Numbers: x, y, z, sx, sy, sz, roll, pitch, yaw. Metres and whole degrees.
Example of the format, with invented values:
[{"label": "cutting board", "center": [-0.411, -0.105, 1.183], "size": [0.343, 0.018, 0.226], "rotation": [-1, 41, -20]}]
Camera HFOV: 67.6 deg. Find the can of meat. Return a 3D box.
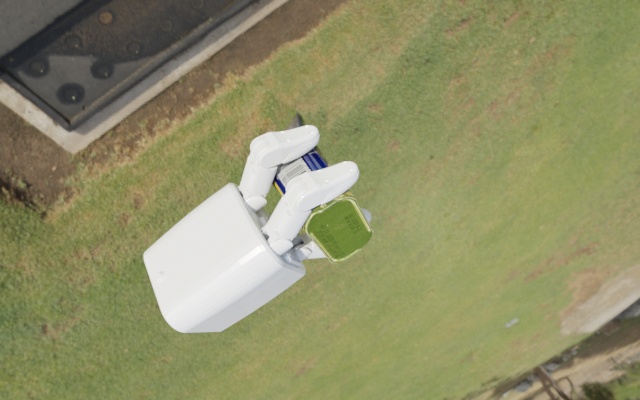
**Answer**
[{"label": "can of meat", "center": [0.000, 0.002, 0.449], "size": [0.057, 0.084, 0.102], "rotation": [-35, -36, 0]}]
